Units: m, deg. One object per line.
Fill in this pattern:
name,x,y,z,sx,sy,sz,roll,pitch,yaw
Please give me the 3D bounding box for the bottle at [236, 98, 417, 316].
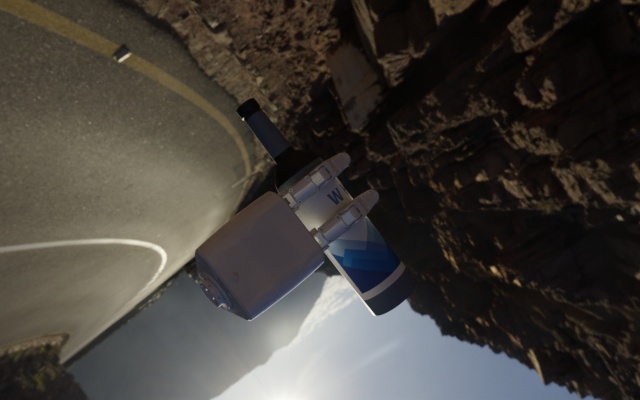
bottle,0.000,0.002,0.573,0.069,0.296,0.069,-38,1,1
